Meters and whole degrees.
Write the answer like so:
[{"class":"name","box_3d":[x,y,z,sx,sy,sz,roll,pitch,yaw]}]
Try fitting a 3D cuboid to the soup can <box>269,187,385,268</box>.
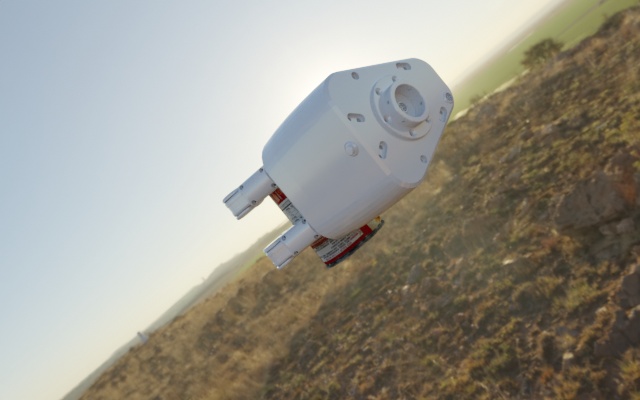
[{"class":"soup can","box_3d":[0.000,0.001,0.436,0.068,0.102,0.068,-40,2,1]}]
